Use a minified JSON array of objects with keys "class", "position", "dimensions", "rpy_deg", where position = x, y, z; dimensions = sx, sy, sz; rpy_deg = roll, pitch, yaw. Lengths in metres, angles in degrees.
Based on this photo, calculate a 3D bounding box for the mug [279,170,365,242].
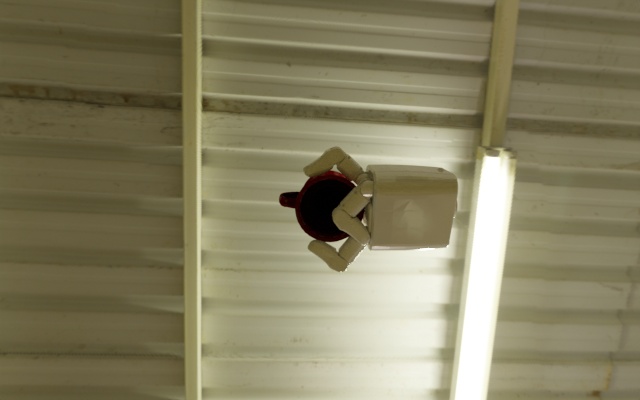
[{"class":"mug","position":[-0.001,0.002,0.674],"dimensions":[0.117,0.093,0.081],"rpy_deg":[2,13,-1]}]
